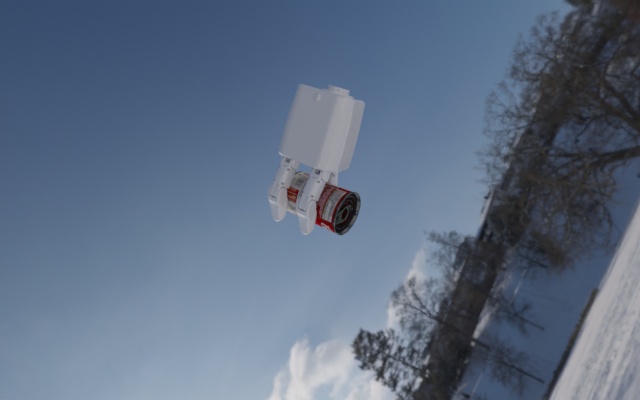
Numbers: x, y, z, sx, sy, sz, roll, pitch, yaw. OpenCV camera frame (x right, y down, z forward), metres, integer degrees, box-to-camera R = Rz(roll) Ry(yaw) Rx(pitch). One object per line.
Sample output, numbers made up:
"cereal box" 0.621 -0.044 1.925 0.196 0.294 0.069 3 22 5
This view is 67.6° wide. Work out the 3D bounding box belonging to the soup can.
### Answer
"soup can" 0.000 0.003 0.724 0.102 0.068 0.068 23 12 29
